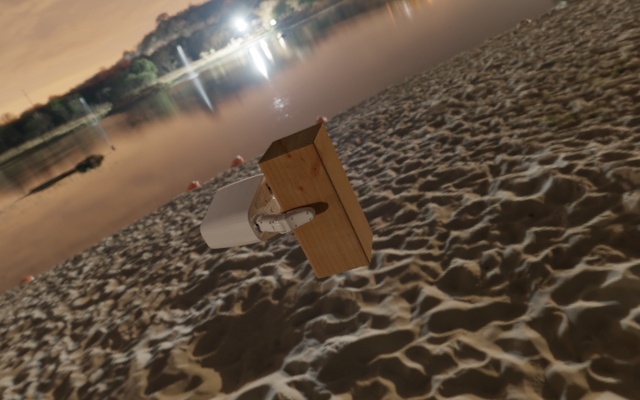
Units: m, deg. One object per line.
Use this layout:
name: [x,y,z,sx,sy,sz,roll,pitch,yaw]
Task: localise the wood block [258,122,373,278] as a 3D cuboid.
wood block: [0.000,0.003,0.723,0.090,0.206,0.090,-18,23,19]
